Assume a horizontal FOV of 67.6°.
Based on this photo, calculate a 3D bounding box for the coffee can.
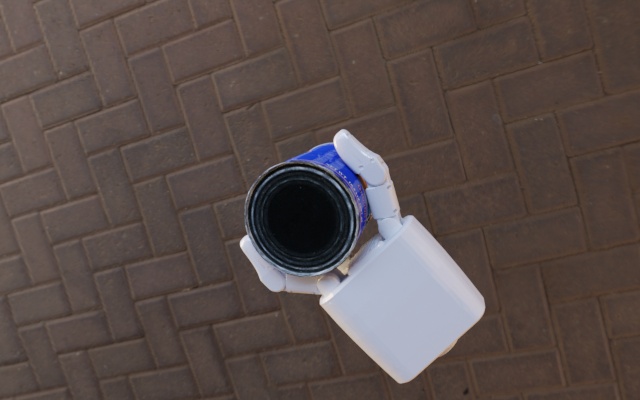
[{"bbox_3d":[0.000,0.001,0.469,0.103,0.103,0.140,0,13,15],"label":"coffee can"}]
